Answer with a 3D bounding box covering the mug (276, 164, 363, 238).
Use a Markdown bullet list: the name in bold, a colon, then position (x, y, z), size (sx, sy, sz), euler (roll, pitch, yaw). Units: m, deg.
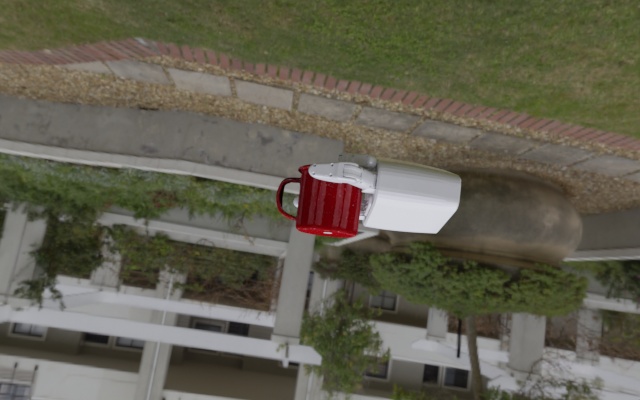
- **mug**: position (-0.001, 0.002, 0.623), size (0.117, 0.081, 0.093), euler (7, -9, -1)
